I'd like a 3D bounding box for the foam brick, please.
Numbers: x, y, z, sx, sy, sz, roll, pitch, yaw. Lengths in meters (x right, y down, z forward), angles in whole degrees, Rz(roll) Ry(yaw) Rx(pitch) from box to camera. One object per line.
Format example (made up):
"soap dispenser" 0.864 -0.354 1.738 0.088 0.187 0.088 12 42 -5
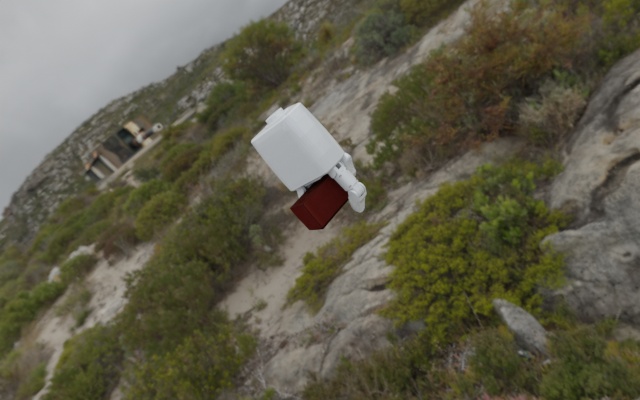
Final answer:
"foam brick" 0.000 0.003 0.760 0.078 0.051 0.053 -48 16 -24
